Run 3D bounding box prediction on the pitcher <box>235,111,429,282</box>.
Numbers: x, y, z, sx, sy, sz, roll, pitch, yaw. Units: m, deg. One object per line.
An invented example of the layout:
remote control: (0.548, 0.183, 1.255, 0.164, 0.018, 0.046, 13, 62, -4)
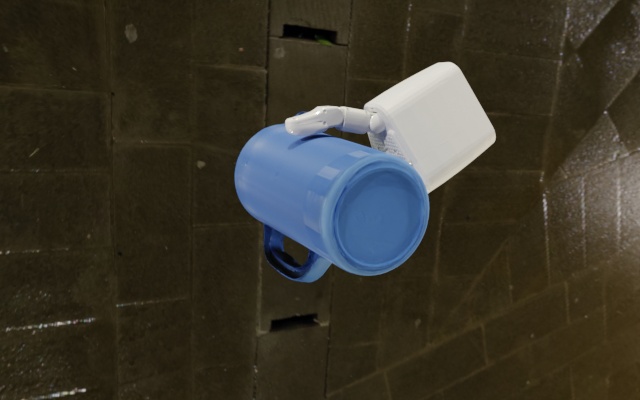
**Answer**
pitcher: (0.000, 0.002, 0.508, 0.145, 0.149, 0.242, -33, 23, -14)
